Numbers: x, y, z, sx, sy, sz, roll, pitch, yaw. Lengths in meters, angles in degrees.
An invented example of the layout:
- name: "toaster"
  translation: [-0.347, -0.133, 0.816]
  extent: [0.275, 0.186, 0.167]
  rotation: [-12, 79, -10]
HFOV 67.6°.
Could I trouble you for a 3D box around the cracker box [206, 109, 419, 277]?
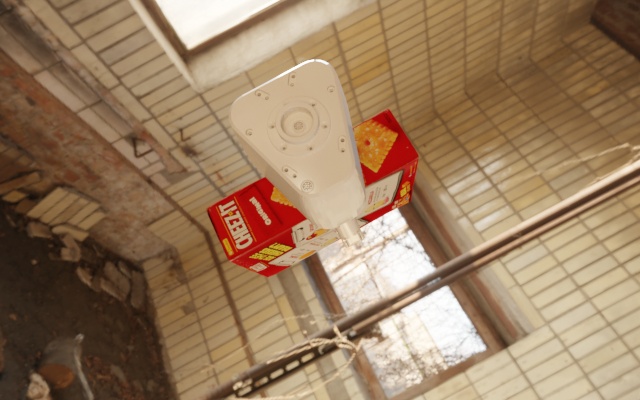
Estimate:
- name: "cracker box"
  translation: [0.000, 0.002, 0.547]
  extent: [0.213, 0.072, 0.164]
  rotation: [-28, -17, 0]
